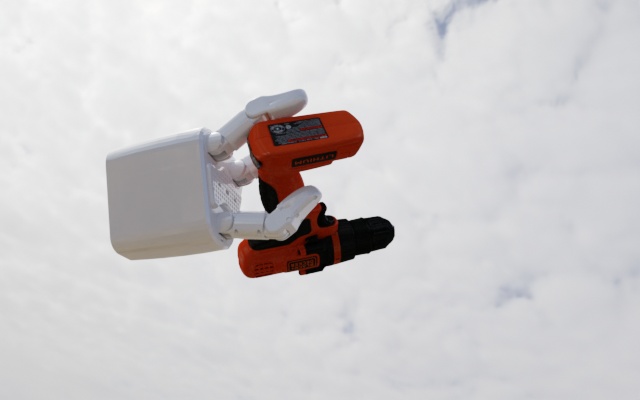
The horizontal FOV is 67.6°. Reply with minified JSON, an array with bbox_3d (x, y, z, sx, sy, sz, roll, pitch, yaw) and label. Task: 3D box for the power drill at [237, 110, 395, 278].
[{"bbox_3d":[0.000,0.001,0.498,0.184,0.188,0.057,-12,43,-14],"label":"power drill"}]
